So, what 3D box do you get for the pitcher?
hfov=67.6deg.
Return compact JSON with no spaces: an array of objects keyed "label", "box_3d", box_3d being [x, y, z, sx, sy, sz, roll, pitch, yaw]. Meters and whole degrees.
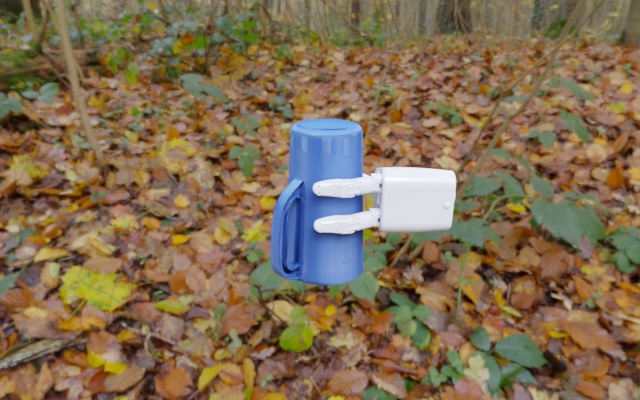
[{"label":"pitcher","box_3d":[0.000,0.002,0.744,0.145,0.243,0.149,1,19,0]}]
